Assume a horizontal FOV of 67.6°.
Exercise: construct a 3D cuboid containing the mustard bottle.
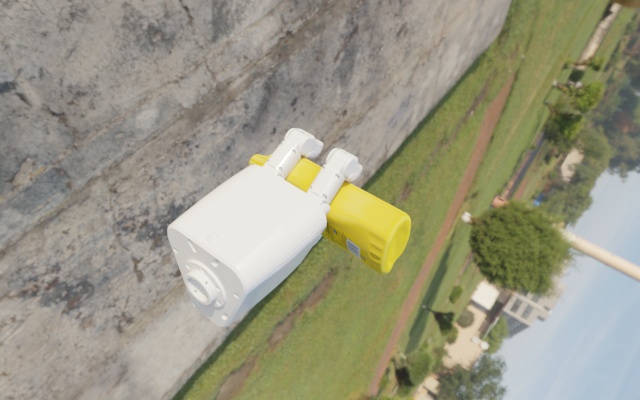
[{"bbox_3d":[0.000,0.002,0.507,0.191,0.058,0.096,31,-19,21],"label":"mustard bottle"}]
